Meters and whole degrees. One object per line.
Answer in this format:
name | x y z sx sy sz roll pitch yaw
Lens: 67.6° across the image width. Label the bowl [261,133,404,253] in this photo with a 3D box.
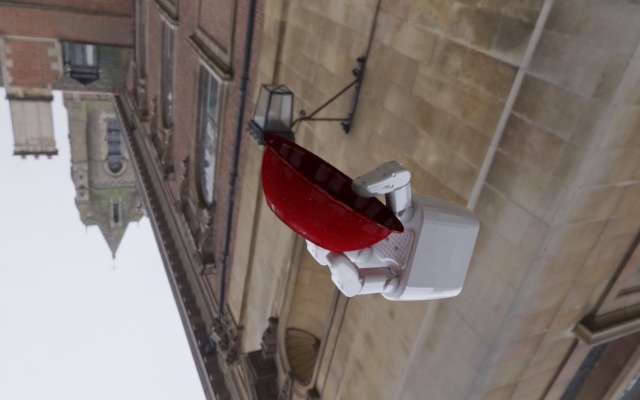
bowl | -0.001 0.001 0.464 0.162 0.055 0.162 34 11 -8
